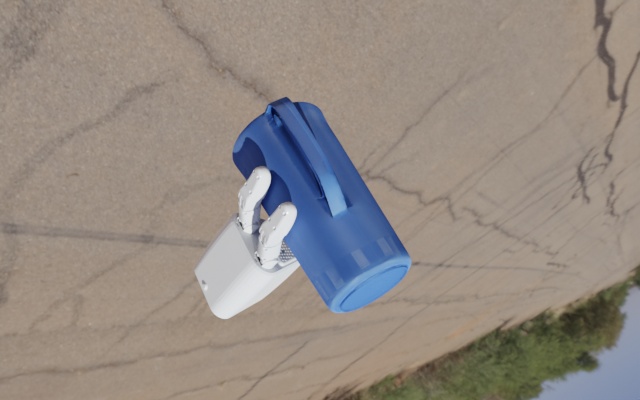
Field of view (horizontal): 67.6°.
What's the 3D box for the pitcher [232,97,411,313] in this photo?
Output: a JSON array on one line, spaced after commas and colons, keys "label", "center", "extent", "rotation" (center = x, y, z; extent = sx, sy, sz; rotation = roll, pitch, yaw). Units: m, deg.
[{"label": "pitcher", "center": [0.000, 0.002, 0.568], "extent": [0.149, 0.242, 0.145], "rotation": [5, -45, -51]}]
